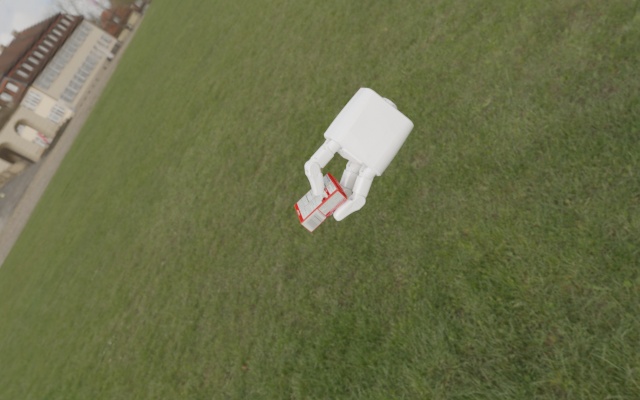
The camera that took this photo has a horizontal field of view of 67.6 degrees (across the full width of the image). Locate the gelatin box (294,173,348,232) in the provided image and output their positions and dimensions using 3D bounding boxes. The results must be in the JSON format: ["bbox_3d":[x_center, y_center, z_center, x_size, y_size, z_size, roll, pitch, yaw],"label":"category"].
[{"bbox_3d":[0.000,0.003,0.827,0.030,0.089,0.073,43,9,-26],"label":"gelatin box"}]
